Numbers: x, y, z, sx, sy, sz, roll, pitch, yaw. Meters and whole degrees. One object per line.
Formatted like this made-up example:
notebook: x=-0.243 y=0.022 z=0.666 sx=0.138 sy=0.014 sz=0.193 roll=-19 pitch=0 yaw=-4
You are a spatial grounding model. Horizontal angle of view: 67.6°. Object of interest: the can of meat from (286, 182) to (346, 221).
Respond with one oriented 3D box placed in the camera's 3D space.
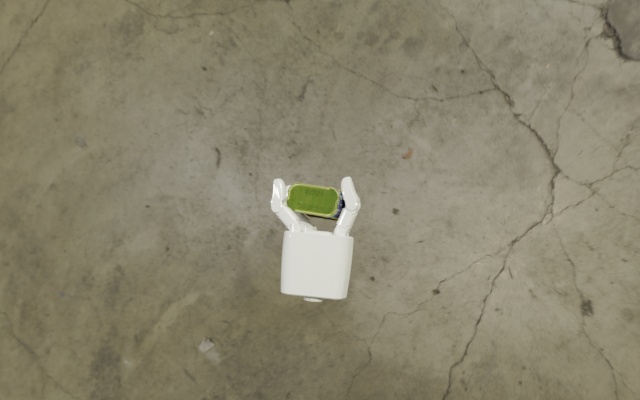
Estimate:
can of meat: x=0.000 y=0.003 z=0.847 sx=0.102 sy=0.057 sz=0.084 roll=8 pitch=-2 yaw=22
